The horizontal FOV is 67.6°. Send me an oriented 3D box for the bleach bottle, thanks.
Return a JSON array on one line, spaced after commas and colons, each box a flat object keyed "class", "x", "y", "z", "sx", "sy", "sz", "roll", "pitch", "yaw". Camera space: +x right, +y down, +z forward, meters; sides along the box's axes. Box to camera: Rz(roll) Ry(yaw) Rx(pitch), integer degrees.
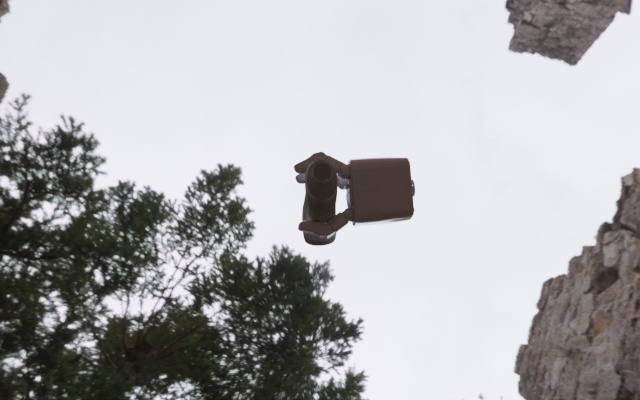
[{"class": "bleach bottle", "x": 0.000, "y": 0.003, "z": 0.844, "sx": 0.068, "sy": 0.102, "sz": 0.251, "roll": -3, "pitch": -18, "yaw": -3}]
